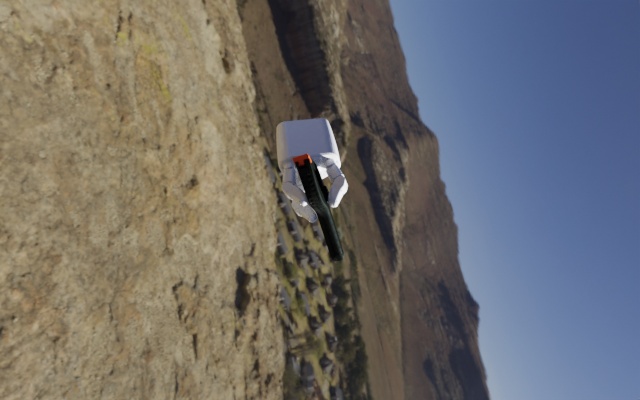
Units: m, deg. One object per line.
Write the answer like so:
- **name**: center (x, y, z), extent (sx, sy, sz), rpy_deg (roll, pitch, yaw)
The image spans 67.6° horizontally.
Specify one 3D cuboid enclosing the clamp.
- **clamp**: center (0.001, 0.002, 0.864), extent (0.036, 0.164, 0.210), rpy_deg (-17, -39, 8)
